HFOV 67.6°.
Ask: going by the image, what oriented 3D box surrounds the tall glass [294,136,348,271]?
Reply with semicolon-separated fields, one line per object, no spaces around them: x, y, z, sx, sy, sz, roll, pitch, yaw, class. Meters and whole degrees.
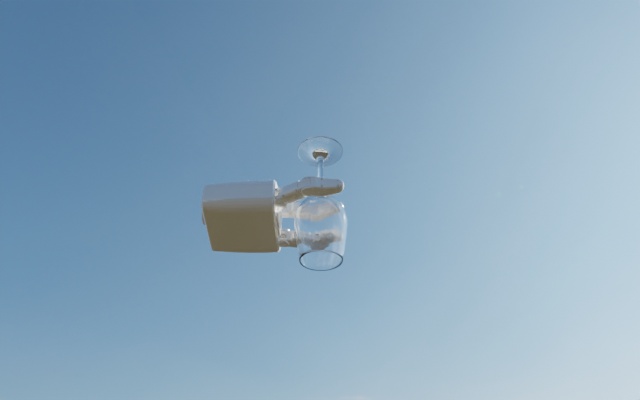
0.000;0.002;0.718;0.079;0.201;0.079;-1;-35;0;tall glass
